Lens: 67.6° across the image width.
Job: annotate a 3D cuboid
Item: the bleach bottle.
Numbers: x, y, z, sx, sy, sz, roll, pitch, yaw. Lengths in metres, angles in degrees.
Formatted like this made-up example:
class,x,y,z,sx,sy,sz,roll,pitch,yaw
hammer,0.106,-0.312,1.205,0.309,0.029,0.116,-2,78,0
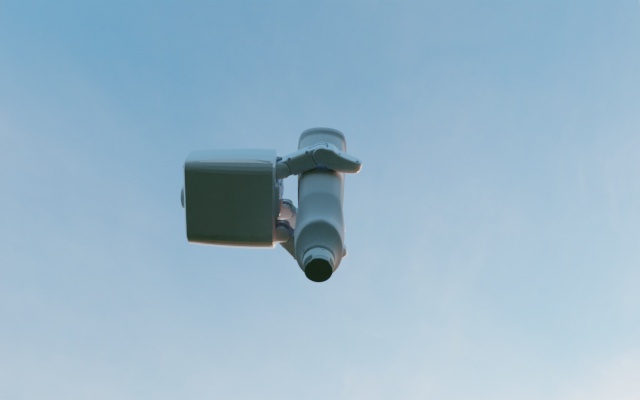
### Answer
class,x,y,z,sx,sy,sz,roll,pitch,yaw
bleach bottle,0.000,0.002,0.565,0.068,0.103,0.250,1,28,0
